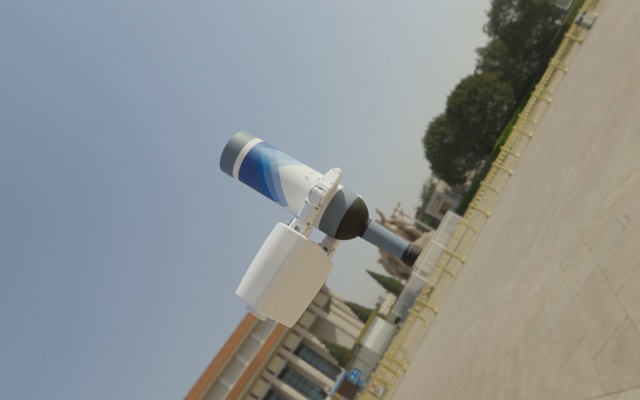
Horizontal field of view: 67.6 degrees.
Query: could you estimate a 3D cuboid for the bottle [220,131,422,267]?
[{"bbox_3d":[0.000,0.002,0.645,0.295,0.069,0.069,30,8,14],"label":"bottle"}]
